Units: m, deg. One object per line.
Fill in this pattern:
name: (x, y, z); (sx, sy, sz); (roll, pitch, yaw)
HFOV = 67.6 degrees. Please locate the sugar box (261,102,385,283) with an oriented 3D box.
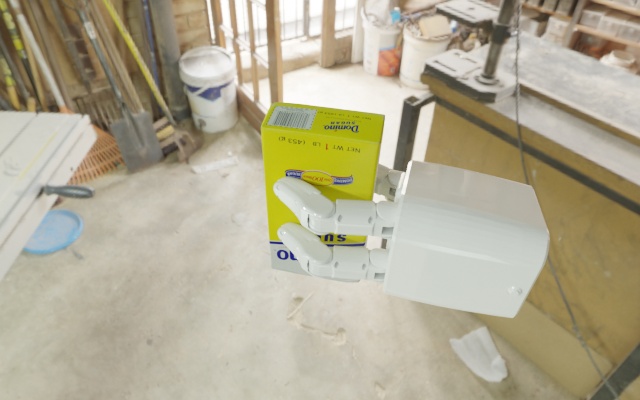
sugar box: (0.000, 0.002, 0.423); (0.093, 0.176, 0.048); (9, 43, 8)
